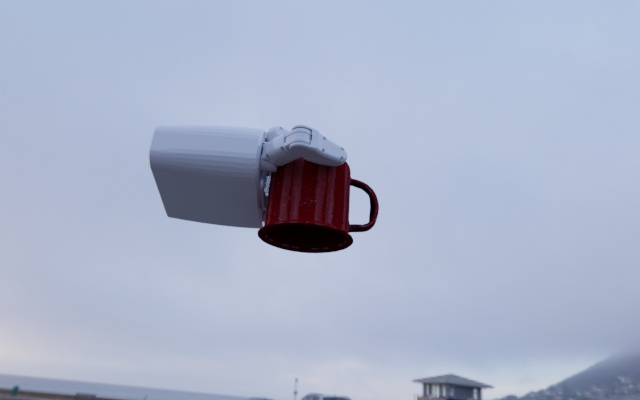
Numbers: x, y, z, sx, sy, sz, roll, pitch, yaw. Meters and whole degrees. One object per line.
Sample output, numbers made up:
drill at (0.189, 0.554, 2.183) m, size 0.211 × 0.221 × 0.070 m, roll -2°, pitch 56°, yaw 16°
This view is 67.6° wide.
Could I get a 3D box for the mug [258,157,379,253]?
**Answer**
mug at (0.002, 0.001, 0.477) m, size 0.117 × 0.081 × 0.093 m, roll 4°, pitch -22°, yaw 2°
